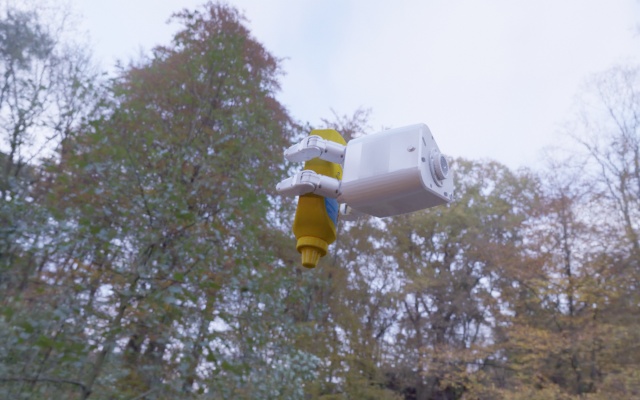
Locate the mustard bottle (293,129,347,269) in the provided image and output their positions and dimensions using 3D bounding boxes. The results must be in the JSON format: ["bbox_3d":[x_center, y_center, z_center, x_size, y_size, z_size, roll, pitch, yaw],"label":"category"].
[{"bbox_3d":[0.000,0.002,0.658,0.058,0.191,0.096,1,-30,14],"label":"mustard bottle"}]
